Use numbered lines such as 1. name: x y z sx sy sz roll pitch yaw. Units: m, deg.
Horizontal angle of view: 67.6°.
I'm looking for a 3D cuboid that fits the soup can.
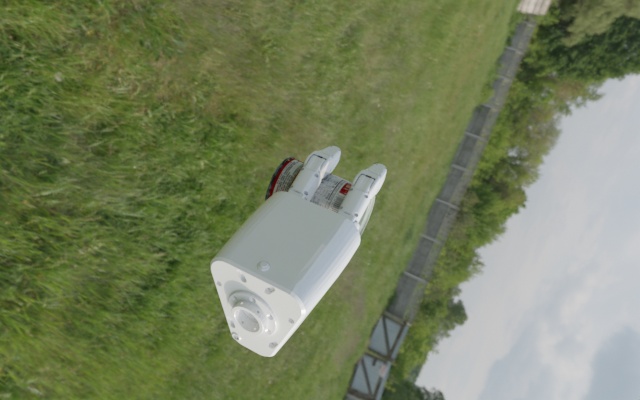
1. soup can: 0.001 0.002 0.521 0.102 0.068 0.068 23 7 16
